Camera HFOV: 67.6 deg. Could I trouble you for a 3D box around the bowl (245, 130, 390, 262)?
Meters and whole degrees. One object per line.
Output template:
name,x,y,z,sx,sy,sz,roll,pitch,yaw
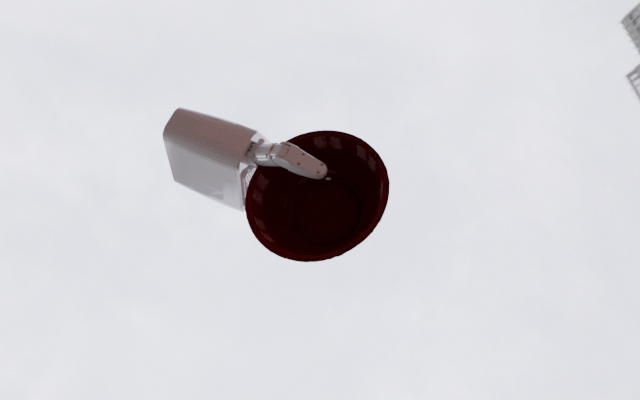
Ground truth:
bowl,0.001,0.003,0.538,0.162,0.162,0.055,0,-27,16
